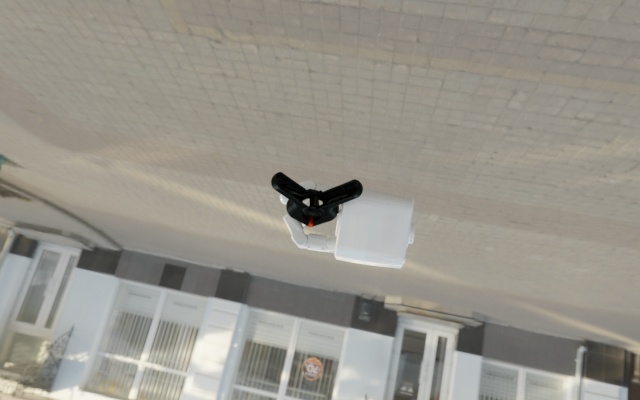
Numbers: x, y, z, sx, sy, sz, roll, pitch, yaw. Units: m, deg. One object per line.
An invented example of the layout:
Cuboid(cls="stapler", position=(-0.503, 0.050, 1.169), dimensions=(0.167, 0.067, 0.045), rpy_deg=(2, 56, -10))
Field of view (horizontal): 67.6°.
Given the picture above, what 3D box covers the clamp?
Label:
Cuboid(cls="clamp", position=(0.000, 0.003, 0.691), dimensions=(0.120, 0.039, 0.171), rpy_deg=(8, -17, 7))
